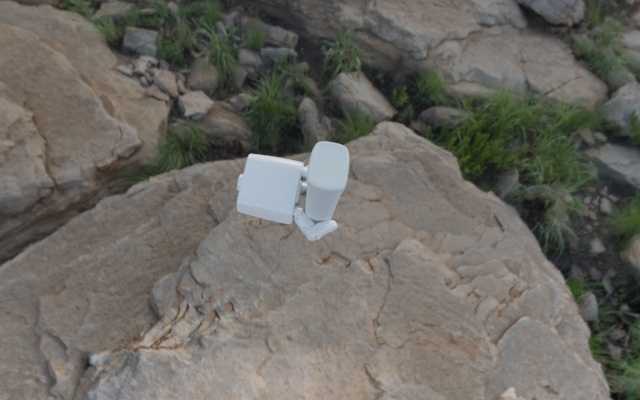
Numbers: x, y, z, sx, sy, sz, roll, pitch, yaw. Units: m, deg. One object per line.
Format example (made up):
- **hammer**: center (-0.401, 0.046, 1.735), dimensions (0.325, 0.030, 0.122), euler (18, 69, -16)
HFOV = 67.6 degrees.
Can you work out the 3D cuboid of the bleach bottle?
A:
- **bleach bottle**: center (0.000, 0.003, 0.892), dimensions (0.068, 0.102, 0.251), euler (11, -32, -1)
